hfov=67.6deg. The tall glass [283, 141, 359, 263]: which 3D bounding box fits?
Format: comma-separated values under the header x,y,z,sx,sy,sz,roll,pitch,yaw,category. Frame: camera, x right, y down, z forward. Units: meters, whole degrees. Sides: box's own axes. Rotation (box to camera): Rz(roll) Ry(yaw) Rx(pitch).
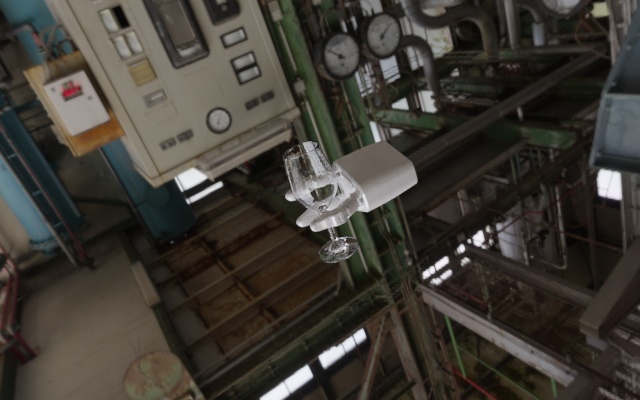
x,y,z,sx,sy,sz,roll,pitch,yaw,category
0.000,0.003,0.803,0.079,0.201,0.079,-17,25,8,tall glass
